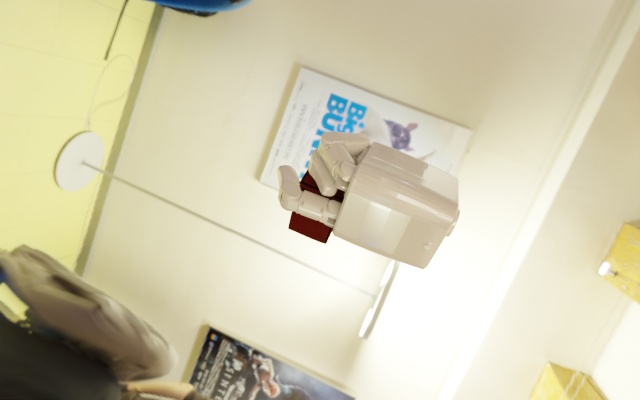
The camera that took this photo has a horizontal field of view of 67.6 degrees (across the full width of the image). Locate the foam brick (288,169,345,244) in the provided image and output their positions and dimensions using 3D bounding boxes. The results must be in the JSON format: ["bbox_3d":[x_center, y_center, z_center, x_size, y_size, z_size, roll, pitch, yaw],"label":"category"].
[{"bbox_3d":[0.000,0.002,0.557,0.051,0.078,0.053,22,43,5],"label":"foam brick"}]
